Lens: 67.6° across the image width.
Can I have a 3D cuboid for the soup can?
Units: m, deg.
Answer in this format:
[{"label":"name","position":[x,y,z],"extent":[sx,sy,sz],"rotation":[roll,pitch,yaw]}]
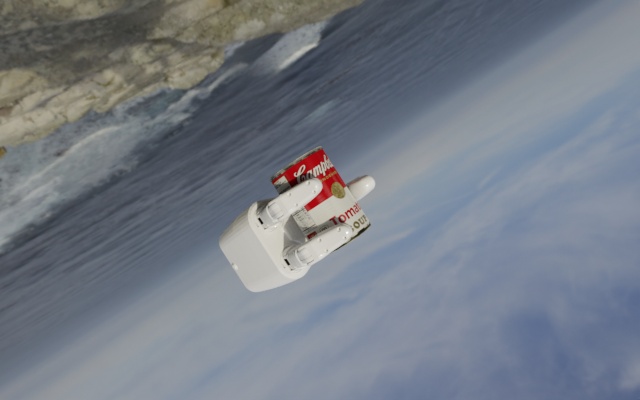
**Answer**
[{"label":"soup can","position":[0.001,0.002,0.520],"extent":[0.068,0.102,0.068],"rotation":[-33,0,0]}]
